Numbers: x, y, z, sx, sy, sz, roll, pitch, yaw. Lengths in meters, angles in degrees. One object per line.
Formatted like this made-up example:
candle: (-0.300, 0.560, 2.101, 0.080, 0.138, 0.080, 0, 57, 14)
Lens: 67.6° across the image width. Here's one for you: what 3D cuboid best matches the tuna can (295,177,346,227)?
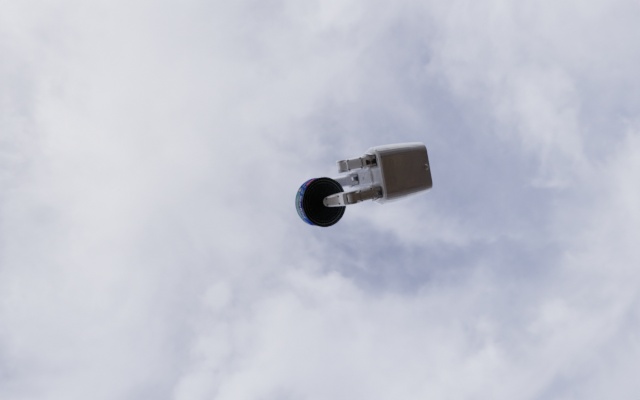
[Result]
tuna can: (0.000, 0.003, 0.824, 0.086, 0.086, 0.034, 0, 0, -28)
